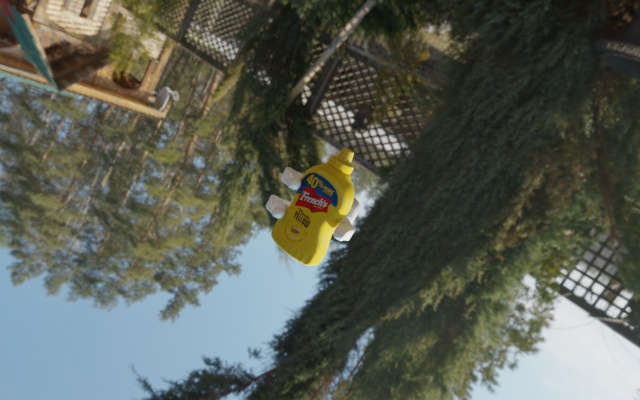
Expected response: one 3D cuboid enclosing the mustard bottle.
[{"bbox_3d":[0.000,0.003,0.766,0.096,0.192,0.058,37,15,31],"label":"mustard bottle"}]
